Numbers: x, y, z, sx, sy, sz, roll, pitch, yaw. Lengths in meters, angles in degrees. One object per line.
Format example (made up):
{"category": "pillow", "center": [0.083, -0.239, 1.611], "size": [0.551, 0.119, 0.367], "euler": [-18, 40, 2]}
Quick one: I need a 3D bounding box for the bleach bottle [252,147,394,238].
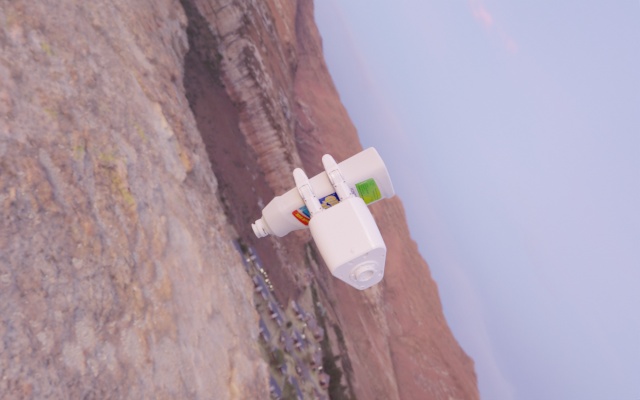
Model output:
{"category": "bleach bottle", "center": [0.000, 0.003, 0.844], "size": [0.251, 0.068, 0.103], "euler": [-27, -40, 2]}
